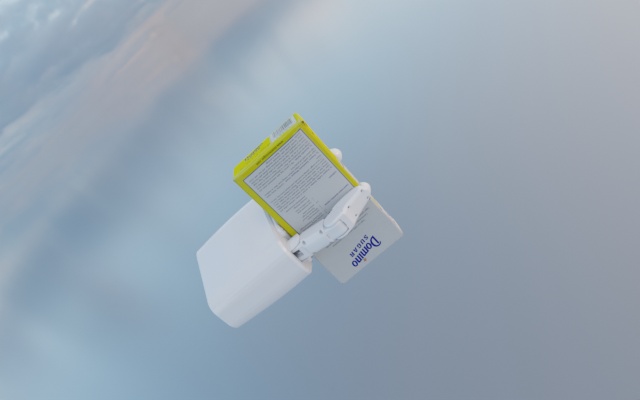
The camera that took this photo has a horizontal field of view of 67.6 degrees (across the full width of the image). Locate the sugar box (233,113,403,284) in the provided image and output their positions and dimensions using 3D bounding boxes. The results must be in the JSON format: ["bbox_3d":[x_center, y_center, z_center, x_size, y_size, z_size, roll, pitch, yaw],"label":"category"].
[{"bbox_3d":[0.000,0.001,0.519,0.093,0.176,0.048,-40,25,8],"label":"sugar box"}]
